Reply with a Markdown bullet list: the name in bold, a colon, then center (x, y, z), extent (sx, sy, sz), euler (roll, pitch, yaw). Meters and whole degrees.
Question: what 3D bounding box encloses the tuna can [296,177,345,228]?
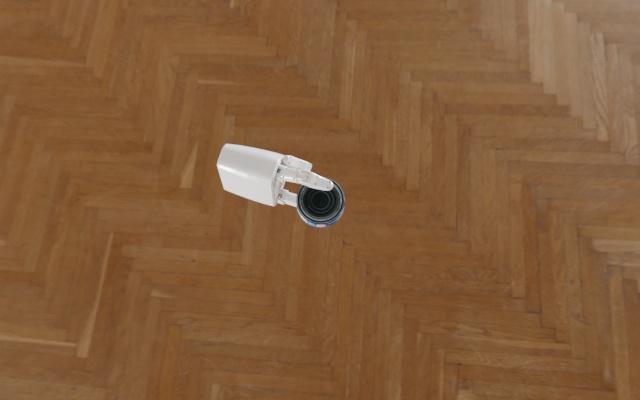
- **tuna can**: center (0.000, 0.003, 0.834), extent (0.086, 0.086, 0.034), euler (0, -13, 0)
